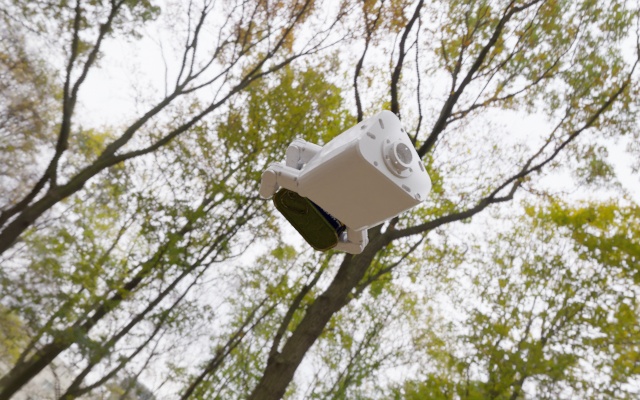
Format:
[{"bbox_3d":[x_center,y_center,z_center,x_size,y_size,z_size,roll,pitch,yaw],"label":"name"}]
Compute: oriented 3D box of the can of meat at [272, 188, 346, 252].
[{"bbox_3d":[0.000,0.002,0.639,0.057,0.102,0.084,-32,13,49],"label":"can of meat"}]
